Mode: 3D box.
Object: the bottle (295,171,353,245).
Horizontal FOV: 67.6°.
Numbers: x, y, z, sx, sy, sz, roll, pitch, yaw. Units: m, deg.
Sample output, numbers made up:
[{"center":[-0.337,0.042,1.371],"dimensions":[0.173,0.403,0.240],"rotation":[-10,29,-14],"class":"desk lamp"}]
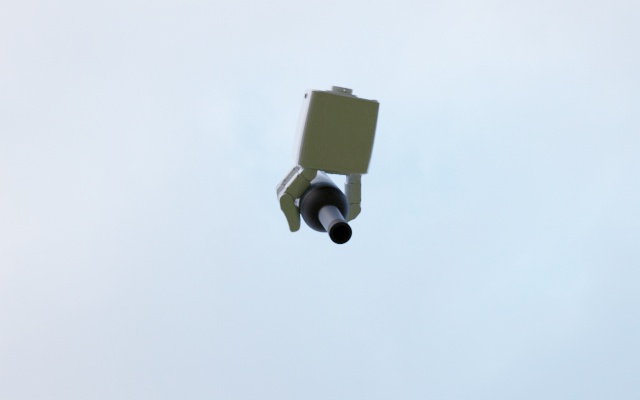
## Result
[{"center":[0.000,0.002,0.684],"dimensions":[0.069,0.069,0.295],"rotation":[0,14,-9],"class":"bottle"}]
